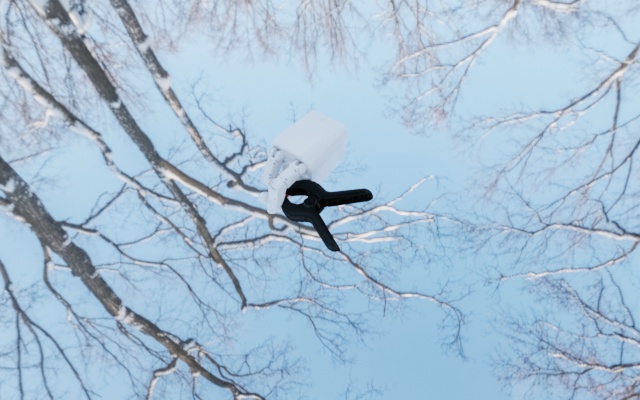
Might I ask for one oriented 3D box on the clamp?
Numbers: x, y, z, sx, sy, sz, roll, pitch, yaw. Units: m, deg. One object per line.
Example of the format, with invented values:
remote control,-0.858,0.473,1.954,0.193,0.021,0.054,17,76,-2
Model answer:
clamp,0.000,0.003,0.798,0.171,0.120,0.039,32,-25,30
